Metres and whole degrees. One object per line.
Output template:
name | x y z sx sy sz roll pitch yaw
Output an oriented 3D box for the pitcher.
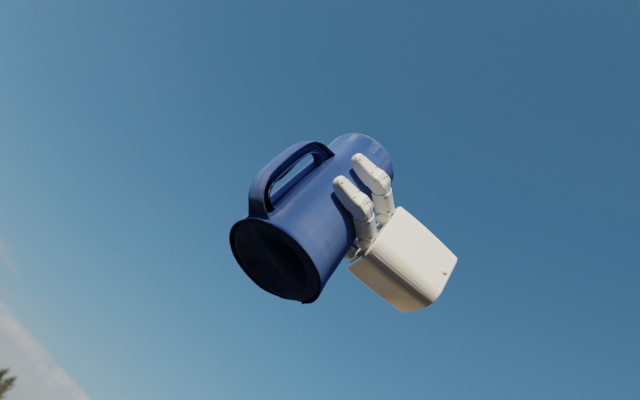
pitcher | 0.000 0.002 0.633 0.242 0.145 0.149 -48 -3 -40
